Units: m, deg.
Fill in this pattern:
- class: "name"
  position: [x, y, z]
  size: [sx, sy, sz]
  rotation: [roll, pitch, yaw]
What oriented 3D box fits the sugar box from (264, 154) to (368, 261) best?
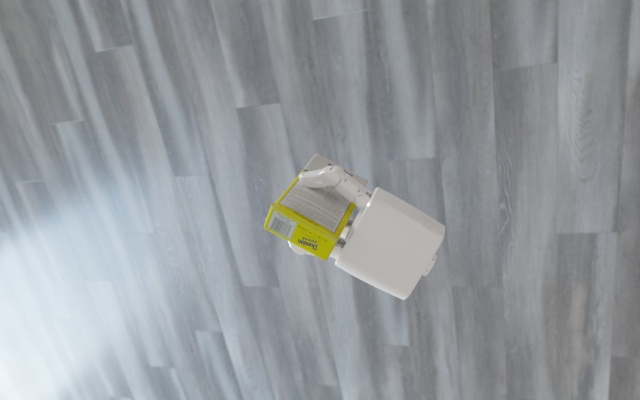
- class: "sugar box"
  position: [0.000, 0.003, 0.662]
  size: [0.093, 0.048, 0.176]
  rotation: [29, 30, 4]
